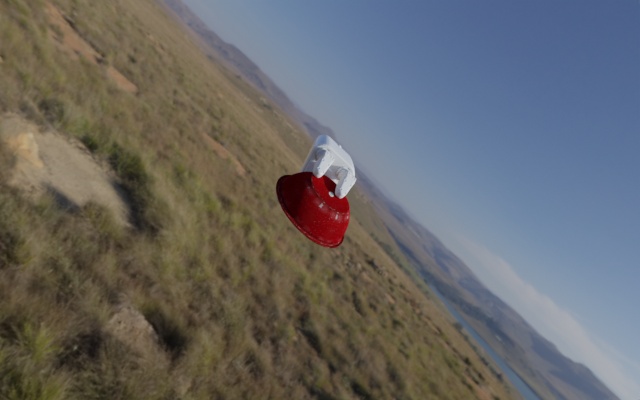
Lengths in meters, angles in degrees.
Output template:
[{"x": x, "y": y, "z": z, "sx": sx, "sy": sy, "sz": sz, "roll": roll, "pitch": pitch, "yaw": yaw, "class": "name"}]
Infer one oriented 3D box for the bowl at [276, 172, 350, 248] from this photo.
[{"x": 0.000, "y": 0.003, "z": 0.840, "sx": 0.055, "sy": 0.162, "sz": 0.162, "roll": -41, "pitch": -21, "yaw": 26, "class": "bowl"}]
